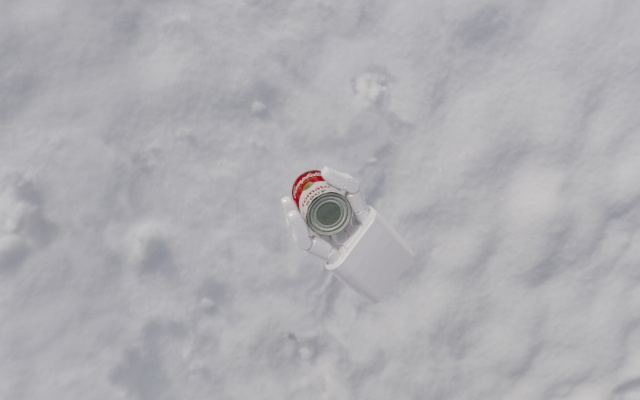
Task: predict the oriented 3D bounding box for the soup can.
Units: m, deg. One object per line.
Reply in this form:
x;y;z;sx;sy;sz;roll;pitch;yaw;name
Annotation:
0.000;0.002;0.708;0.068;0.068;0.102;0;21;-15;soup can
